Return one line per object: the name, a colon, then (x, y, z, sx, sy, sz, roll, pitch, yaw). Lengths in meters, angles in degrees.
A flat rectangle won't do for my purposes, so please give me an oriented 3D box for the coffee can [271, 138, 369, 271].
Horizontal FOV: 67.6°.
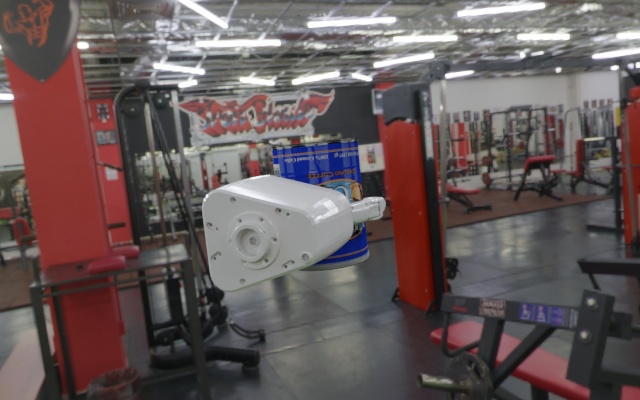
coffee can: (0.000, 0.002, 0.563, 0.103, 0.140, 0.103, -6, 6, 1)
